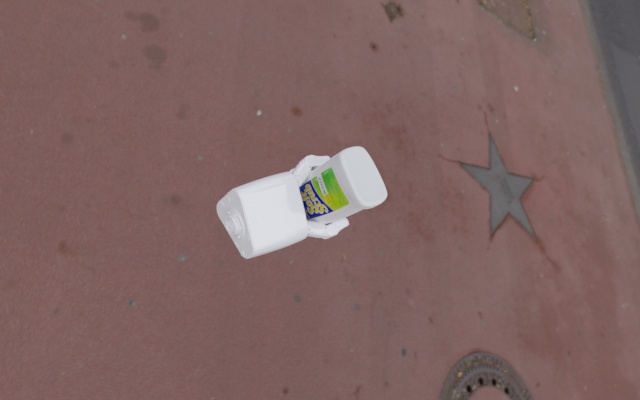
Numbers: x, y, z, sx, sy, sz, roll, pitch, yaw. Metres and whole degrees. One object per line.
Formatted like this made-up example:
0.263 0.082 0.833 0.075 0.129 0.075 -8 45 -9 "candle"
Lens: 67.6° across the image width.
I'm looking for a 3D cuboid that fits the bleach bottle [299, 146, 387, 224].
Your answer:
0.000 0.003 0.820 0.068 0.102 0.251 -19 -8 -38 "bleach bottle"
